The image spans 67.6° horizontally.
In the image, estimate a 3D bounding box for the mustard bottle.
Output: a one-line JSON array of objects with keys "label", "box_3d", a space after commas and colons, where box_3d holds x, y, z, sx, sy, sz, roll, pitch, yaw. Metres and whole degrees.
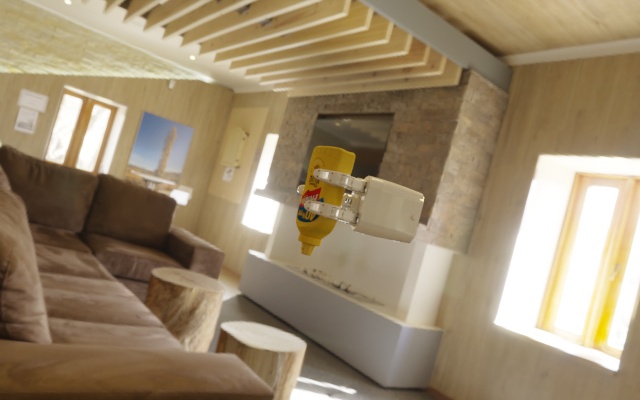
[{"label": "mustard bottle", "box_3d": [0.000, 0.002, 0.839, 0.058, 0.191, 0.096, 16, -2, -34]}]
